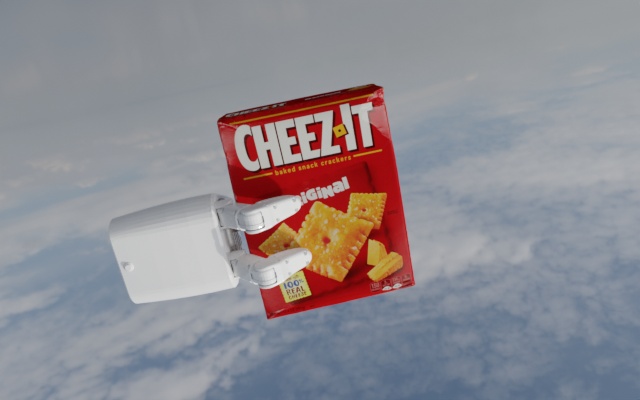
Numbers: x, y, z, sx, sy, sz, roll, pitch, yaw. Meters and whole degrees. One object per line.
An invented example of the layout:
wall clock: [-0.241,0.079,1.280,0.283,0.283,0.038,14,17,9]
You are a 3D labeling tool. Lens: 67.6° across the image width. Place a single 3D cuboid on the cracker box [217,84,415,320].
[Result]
cracker box: [0.000,0.002,0.498,0.164,0.214,0.072,-12,16,-1]
